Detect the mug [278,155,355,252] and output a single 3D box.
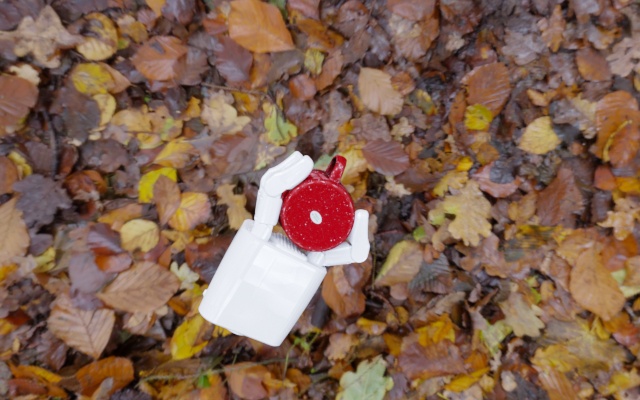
[{"bbox_3d":[0.001,0.001,0.551,0.093,0.117,0.081,28,4,-9],"label":"mug"}]
